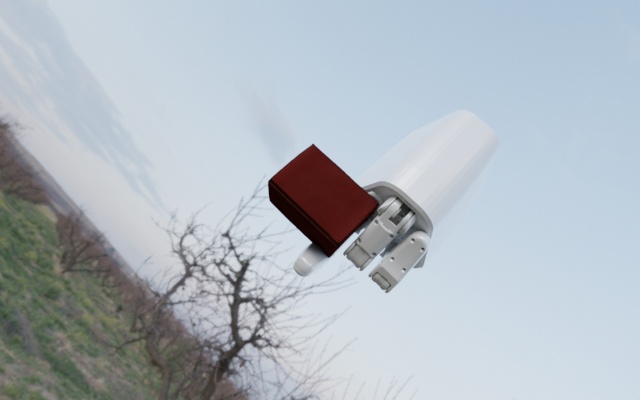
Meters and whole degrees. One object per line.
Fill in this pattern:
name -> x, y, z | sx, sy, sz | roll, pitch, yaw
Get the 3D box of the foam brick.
foam brick -> 0.000, 0.001, 0.407 | 0.051, 0.078, 0.053 | -45, -8, -17
